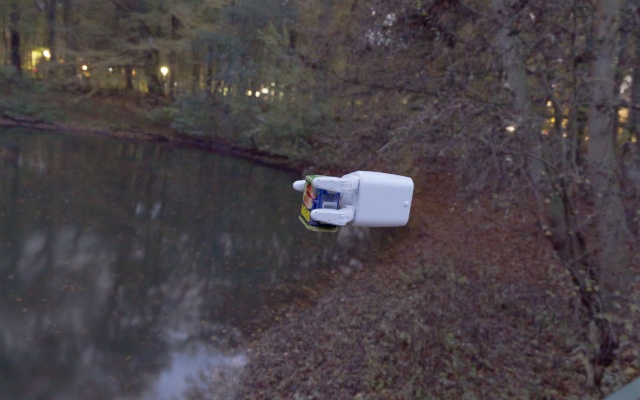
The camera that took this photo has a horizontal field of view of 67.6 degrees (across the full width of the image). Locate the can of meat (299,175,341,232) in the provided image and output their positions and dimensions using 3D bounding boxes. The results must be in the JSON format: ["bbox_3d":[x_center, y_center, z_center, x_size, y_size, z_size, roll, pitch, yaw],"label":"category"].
[{"bbox_3d":[0.000,0.002,0.864,0.057,0.084,0.102,5,12,-15],"label":"can of meat"}]
